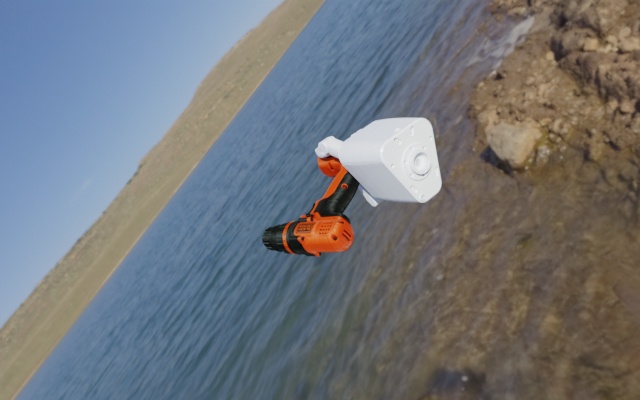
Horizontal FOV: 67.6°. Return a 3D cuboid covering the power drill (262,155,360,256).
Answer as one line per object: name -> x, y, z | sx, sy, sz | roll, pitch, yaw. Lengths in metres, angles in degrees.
power drill -> 0.000, 0.002, 0.757 | 0.184, 0.187, 0.057 | -5, -38, 45
